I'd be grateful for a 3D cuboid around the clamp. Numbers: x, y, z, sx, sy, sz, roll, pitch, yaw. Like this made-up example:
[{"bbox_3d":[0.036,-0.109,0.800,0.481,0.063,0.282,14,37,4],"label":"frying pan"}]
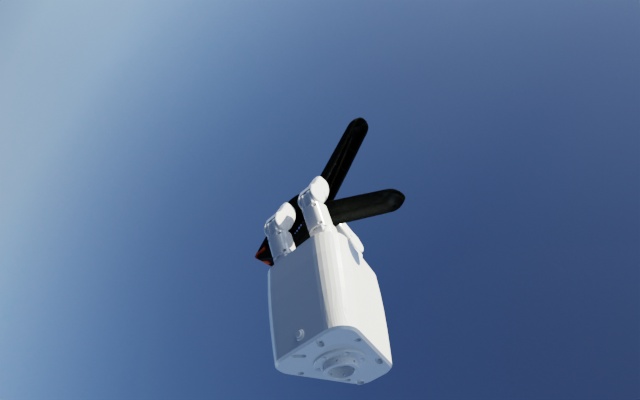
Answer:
[{"bbox_3d":[0.000,0.003,0.567,0.036,0.164,0.210,34,-59,-31],"label":"clamp"}]
